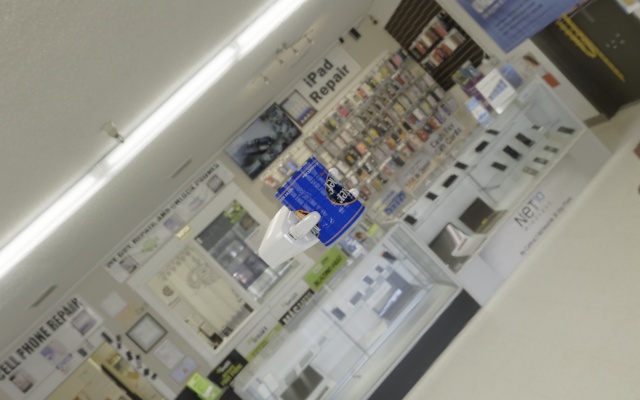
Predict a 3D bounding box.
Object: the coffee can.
[{"bbox_3d":[0.000,0.003,0.858,0.140,0.103,0.103,45,3,-3],"label":"coffee can"}]
